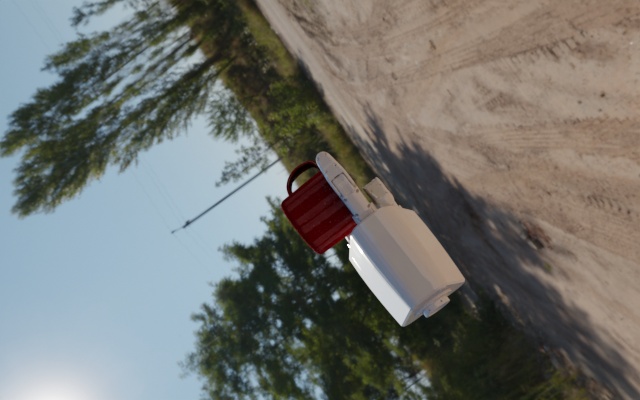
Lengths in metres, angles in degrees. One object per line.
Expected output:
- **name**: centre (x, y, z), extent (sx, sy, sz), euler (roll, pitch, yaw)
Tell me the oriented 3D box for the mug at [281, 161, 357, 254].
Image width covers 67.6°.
- **mug**: centre (-0.001, 0.001, 0.582), extent (0.081, 0.117, 0.093), euler (-38, -24, 2)
